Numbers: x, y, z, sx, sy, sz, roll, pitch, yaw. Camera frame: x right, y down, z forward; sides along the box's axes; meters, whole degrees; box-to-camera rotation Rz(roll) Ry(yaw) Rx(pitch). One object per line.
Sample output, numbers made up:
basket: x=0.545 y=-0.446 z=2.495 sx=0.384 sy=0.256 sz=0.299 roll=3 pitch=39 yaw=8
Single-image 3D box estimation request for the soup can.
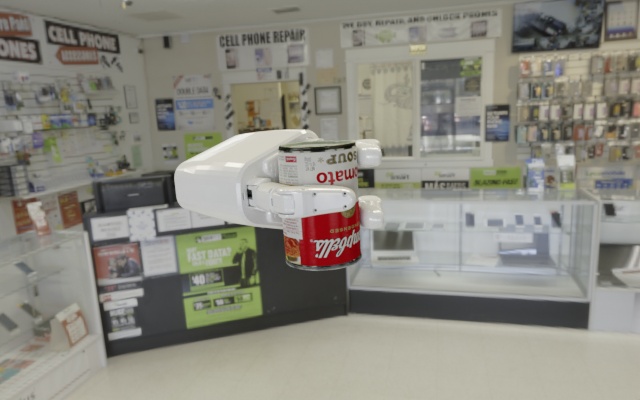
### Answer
soup can: x=0.000 y=0.001 z=0.413 sx=0.068 sy=0.102 sz=0.068 roll=-3 pitch=11 yaw=1
